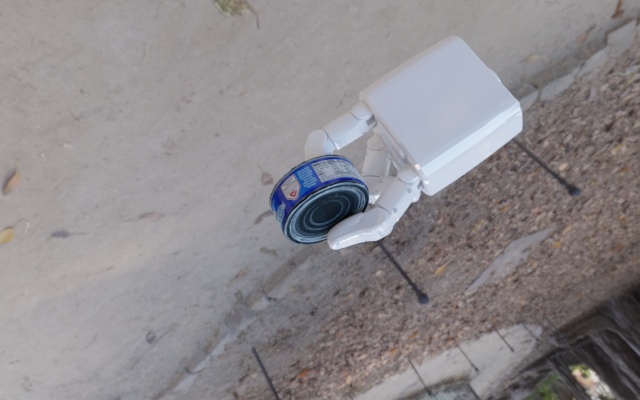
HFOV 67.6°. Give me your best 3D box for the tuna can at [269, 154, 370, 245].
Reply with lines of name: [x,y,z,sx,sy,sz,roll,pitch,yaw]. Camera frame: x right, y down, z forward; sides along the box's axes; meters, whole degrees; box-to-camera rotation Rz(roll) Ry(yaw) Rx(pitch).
tuna can: [0.000,0.002,0.426,0.086,0.033,0.086,-20,-34,-14]
